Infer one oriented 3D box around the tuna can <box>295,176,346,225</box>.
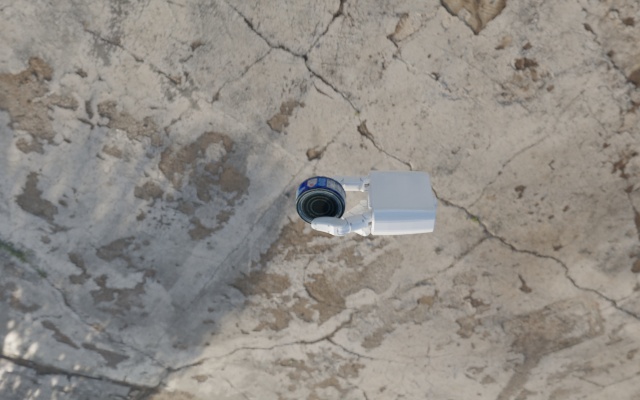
[{"bbox_3d":[0.000,0.003,0.806,0.086,0.086,0.033,0,39,4],"label":"tuna can"}]
